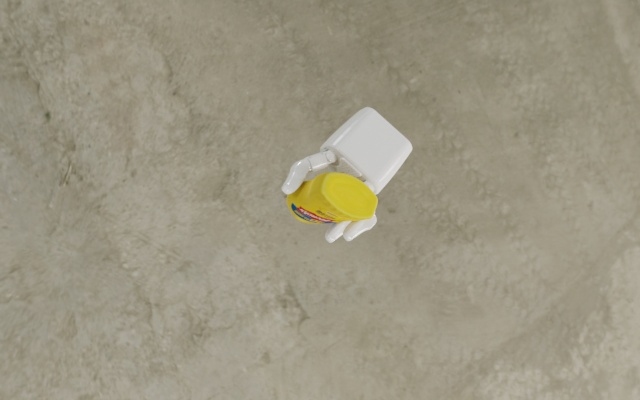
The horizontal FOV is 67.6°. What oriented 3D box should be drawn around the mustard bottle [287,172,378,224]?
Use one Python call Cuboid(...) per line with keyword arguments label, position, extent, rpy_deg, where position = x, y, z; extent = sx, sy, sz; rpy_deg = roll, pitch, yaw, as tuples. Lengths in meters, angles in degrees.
Cuboid(label="mustard bottle", position=(0.000, 0.003, 0.753), extent=(0.096, 0.058, 0.191), rpy_deg=(24, -16, -23))
